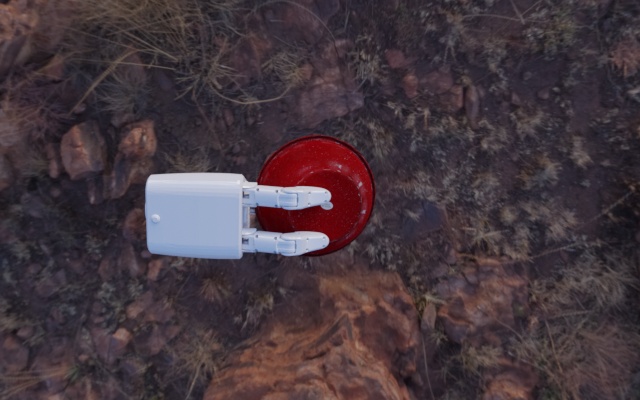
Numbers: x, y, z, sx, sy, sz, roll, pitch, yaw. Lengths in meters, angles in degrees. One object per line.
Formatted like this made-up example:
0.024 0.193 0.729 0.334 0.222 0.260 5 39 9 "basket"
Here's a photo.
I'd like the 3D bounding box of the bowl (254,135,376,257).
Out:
0.001 0.002 0.595 0.162 0.162 0.055 0 13 -13 "bowl"
